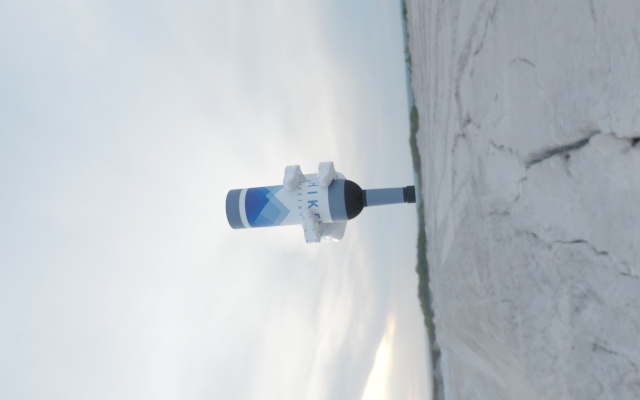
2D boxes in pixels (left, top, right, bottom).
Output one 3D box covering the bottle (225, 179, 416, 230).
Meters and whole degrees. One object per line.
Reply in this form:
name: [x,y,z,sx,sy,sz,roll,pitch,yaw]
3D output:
bottle: [0.000,0.002,0.753,0.296,0.069,0.069,-5,-1,12]
